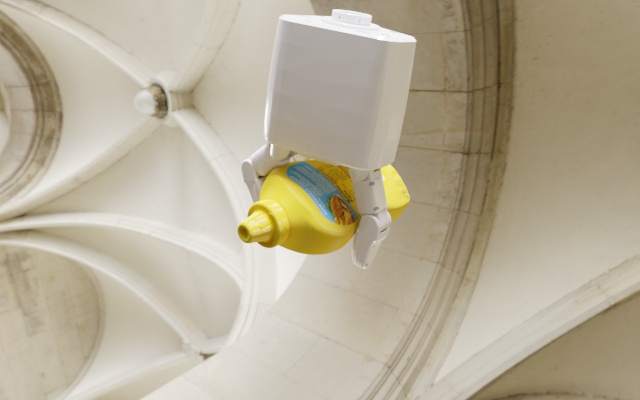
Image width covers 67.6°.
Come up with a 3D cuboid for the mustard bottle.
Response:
[{"bbox_3d":[0.000,0.002,0.454,0.191,0.096,0.058,-22,-26,-46],"label":"mustard bottle"}]
